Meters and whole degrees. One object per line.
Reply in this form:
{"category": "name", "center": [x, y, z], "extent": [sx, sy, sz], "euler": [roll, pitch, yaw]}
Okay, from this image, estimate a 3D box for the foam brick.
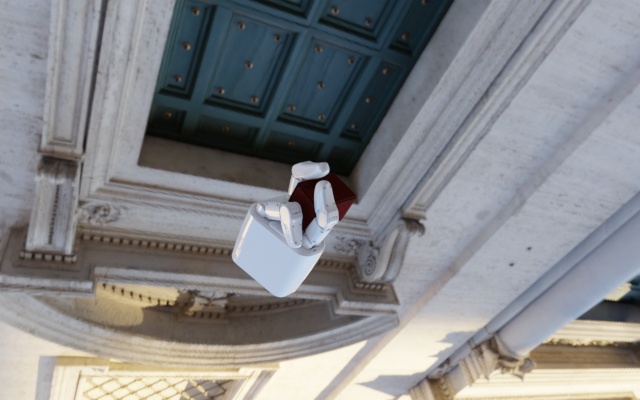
{"category": "foam brick", "center": [0.000, 0.002, 0.674], "extent": [0.078, 0.051, 0.053], "euler": [-16, 56, -43]}
